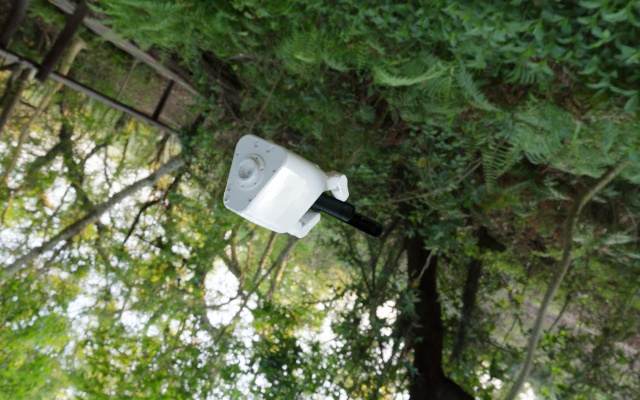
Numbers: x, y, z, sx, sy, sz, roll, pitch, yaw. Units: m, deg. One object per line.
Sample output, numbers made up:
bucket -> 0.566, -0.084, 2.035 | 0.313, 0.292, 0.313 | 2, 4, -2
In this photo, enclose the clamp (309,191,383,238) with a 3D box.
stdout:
clamp -> -0.001, 0.003, 0.778 | 0.210, 0.036, 0.165 | 25, -4, 33
